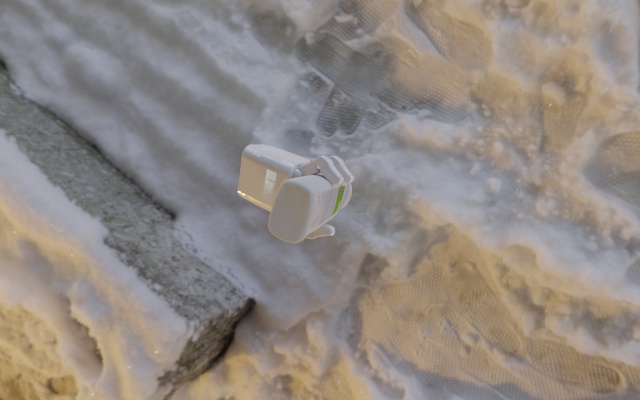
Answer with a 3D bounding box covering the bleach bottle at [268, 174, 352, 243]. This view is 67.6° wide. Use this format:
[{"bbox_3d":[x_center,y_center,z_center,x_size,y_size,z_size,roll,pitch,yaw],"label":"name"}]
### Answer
[{"bbox_3d":[0.000,0.003,0.858,0.068,0.102,0.251,22,14,19],"label":"bleach bottle"}]
